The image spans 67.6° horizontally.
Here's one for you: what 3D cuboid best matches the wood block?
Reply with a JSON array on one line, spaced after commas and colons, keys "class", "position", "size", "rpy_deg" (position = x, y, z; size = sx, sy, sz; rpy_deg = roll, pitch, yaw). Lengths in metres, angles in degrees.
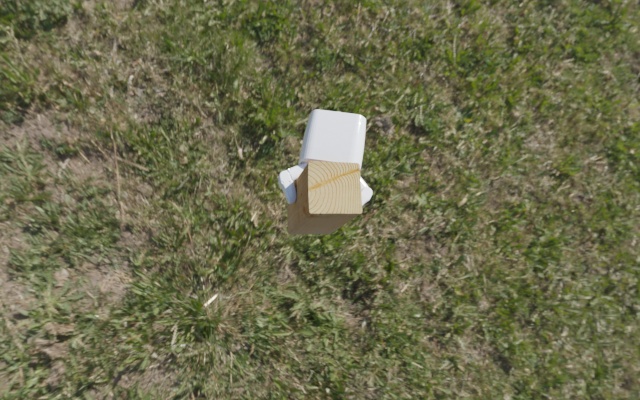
[{"class": "wood block", "position": [0.000, 0.002, 0.872], "size": [0.091, 0.090, 0.206], "rpy_deg": [1, -14, -13]}]
